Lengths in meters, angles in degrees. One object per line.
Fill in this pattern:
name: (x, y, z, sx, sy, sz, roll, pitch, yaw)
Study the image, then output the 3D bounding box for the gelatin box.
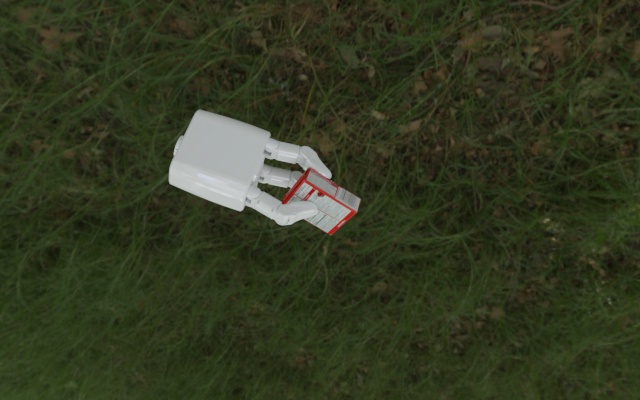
gelatin box: (0.000, 0.003, 0.673, 0.089, 0.030, 0.073, 31, -42, -11)
